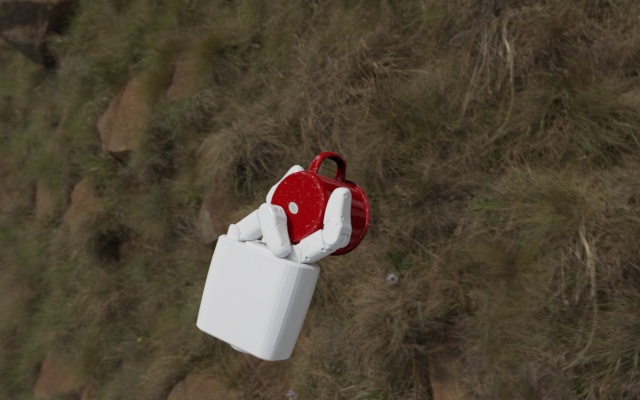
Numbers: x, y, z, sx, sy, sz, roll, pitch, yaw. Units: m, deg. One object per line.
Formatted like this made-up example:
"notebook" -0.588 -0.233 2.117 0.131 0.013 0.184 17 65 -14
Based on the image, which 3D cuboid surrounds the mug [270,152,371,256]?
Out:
"mug" 0.000 0.000 0.544 0.093 0.117 0.081 16 0 40
